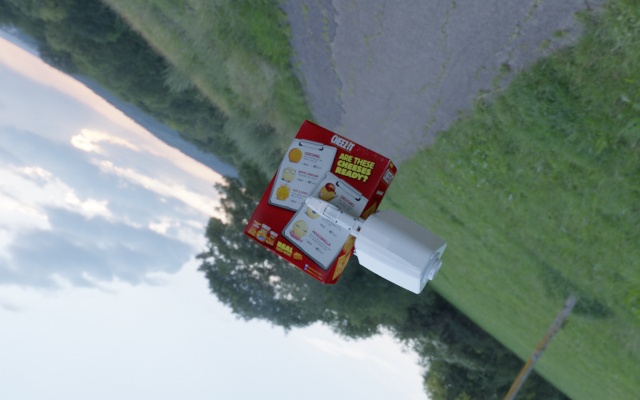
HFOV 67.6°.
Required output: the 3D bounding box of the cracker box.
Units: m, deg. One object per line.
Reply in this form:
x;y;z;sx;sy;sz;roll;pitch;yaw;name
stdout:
0.000;0.003;0.771;0.164;0.213;0.072;29;0;21;cracker box
